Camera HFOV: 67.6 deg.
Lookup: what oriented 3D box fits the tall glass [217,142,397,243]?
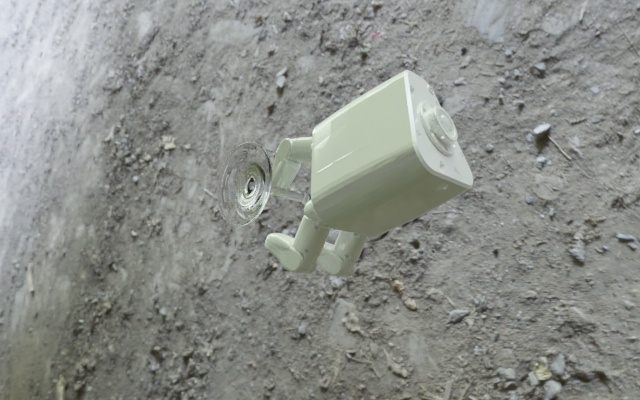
[{"bbox_3d":[-0.001,0.001,0.482,0.079,0.079,0.201,0,-10,43],"label":"tall glass"}]
